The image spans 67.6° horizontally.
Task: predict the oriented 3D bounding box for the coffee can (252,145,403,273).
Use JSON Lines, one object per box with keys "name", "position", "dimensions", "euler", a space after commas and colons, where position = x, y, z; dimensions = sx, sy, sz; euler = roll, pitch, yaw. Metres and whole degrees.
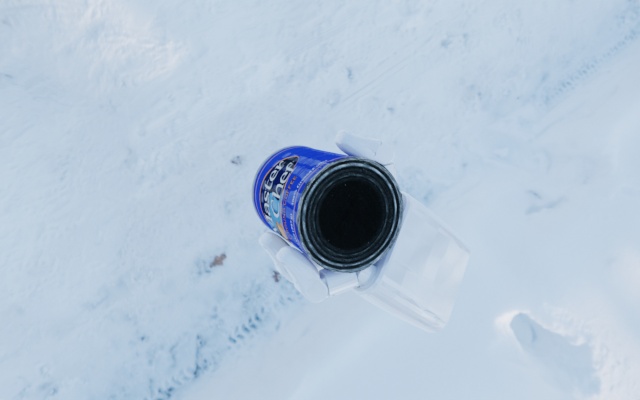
{"name": "coffee can", "position": [0.000, 0.001, 0.470], "dimensions": [0.103, 0.103, 0.140], "euler": [0, 10, -24]}
